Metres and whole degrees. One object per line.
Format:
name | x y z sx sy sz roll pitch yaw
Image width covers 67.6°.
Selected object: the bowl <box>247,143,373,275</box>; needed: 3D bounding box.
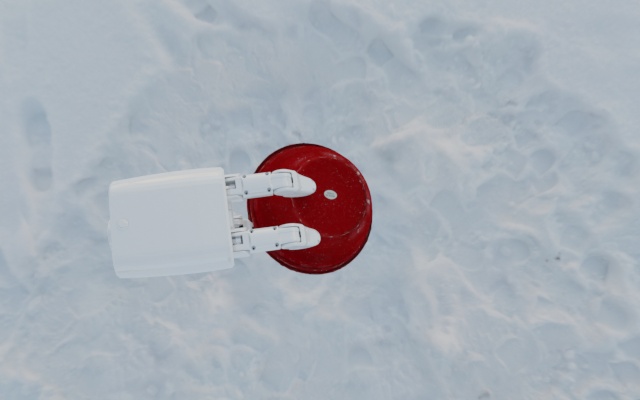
bowl | 0.001 0.001 0.549 0.162 0.162 0.055 0 -14 -23
